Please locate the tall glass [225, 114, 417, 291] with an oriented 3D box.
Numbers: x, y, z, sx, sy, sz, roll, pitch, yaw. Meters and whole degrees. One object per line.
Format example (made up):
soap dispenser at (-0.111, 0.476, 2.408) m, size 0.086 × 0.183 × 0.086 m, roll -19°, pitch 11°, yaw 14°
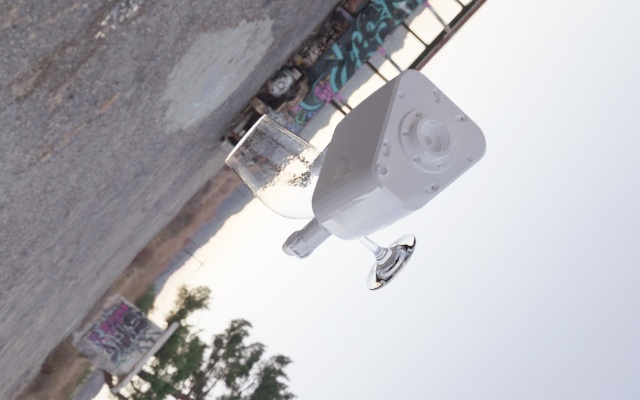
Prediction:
tall glass at (0.001, 0.002, 0.487) m, size 0.201 × 0.079 × 0.079 m, roll 40°, pitch -8°, yaw -9°
